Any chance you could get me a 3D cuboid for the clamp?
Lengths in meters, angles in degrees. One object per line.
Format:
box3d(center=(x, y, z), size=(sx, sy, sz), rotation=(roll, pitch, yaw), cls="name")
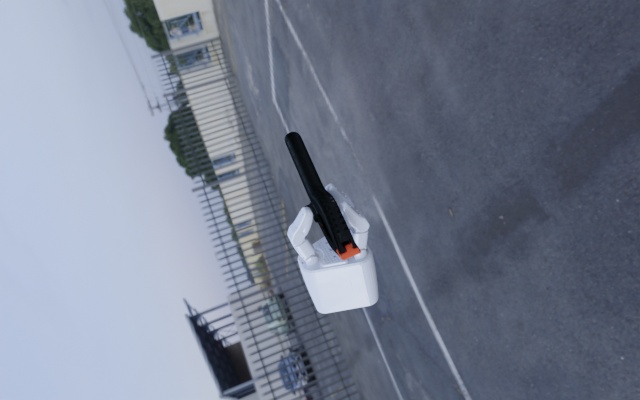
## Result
box3d(center=(0.000, 0.003, 0.696), size=(0.036, 0.165, 0.210), rotation=(-23, 37, -8), cls="clamp")
